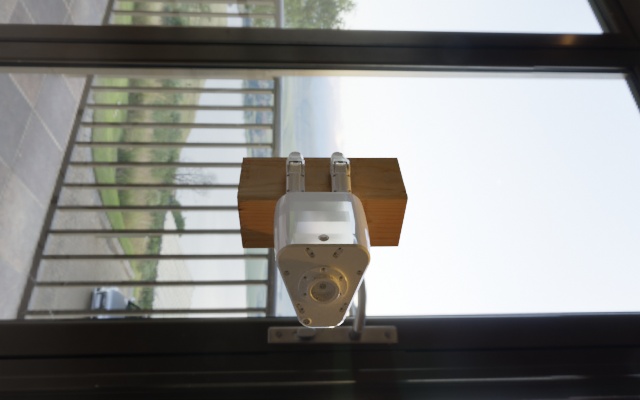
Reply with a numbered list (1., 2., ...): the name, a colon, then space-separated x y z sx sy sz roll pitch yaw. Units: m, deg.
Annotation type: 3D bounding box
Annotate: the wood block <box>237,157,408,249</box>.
1. wood block: 0.000 0.003 0.631 0.206 0.091 0.090 0 40 -3
